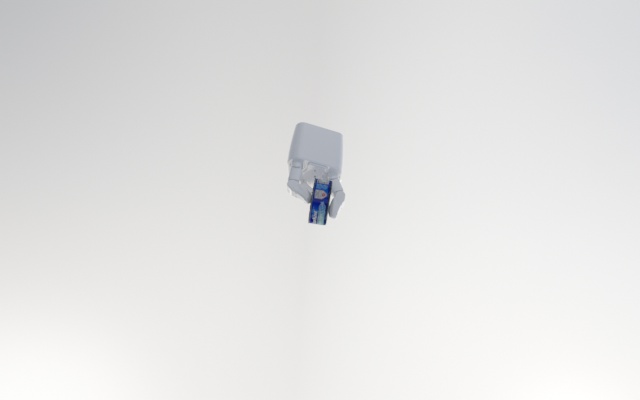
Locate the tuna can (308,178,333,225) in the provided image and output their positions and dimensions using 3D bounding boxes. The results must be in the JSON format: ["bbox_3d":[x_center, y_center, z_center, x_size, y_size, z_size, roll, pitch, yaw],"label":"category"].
[{"bbox_3d":[0.001,0.003,0.885,0.034,0.086,0.086,9,0,2],"label":"tuna can"}]
